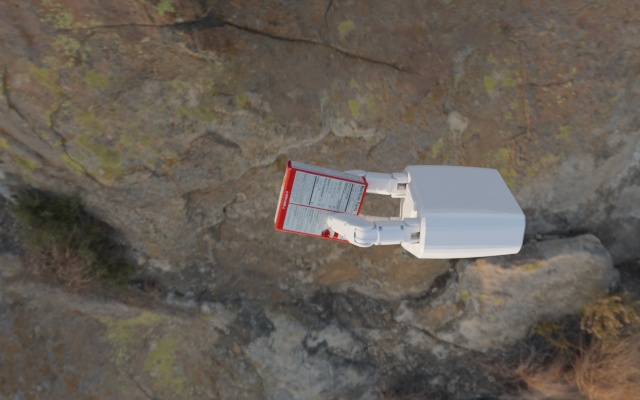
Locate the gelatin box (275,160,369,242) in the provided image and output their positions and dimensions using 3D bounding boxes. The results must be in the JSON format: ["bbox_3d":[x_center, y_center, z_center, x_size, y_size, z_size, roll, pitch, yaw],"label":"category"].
[{"bbox_3d":[0.000,0.002,0.523,0.089,0.073,0.030,11,21,-11],"label":"gelatin box"}]
